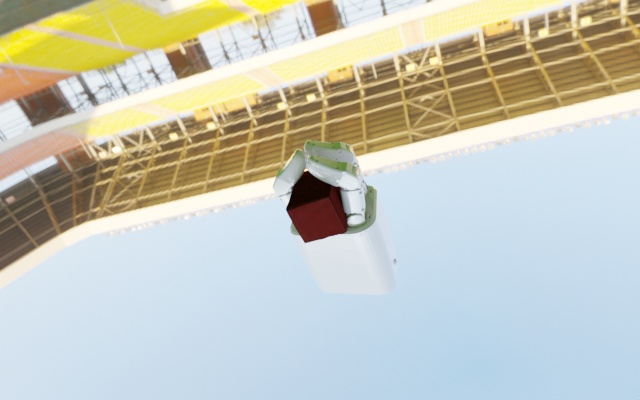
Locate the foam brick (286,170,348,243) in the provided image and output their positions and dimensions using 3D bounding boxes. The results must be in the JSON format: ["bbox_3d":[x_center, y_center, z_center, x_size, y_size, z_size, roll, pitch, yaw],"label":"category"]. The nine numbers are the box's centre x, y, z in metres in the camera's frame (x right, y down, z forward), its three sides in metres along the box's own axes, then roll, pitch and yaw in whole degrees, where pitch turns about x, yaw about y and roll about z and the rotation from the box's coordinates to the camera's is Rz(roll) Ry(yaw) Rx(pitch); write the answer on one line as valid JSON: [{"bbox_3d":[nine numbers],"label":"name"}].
[{"bbox_3d":[0.000,0.002,0.541,0.053,0.051,0.078,-15,30,18],"label":"foam brick"}]
